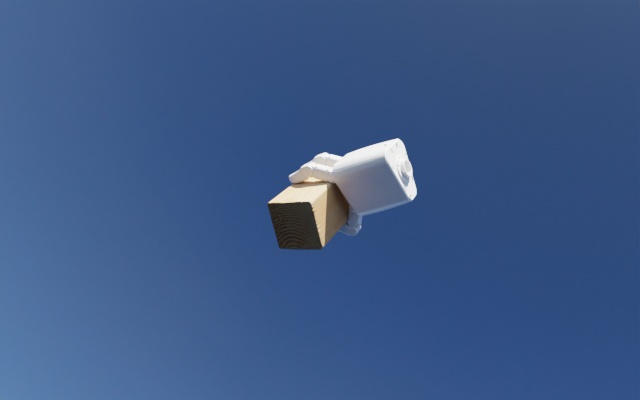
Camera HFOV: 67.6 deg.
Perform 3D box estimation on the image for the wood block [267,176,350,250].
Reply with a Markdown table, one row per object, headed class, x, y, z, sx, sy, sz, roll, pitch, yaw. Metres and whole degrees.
| class | x | y | z | sx | sy | sz | roll | pitch | yaw |
| --- | --- | --- | --- | --- | --- | --- | --- | --- | --- |
| wood block | 0.001 | 0.003 | 0.885 | 0.090 | 0.091 | 0.206 | -2 | 22 | 29 |
